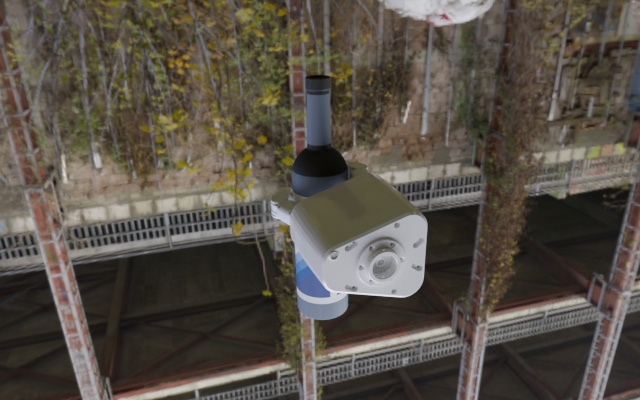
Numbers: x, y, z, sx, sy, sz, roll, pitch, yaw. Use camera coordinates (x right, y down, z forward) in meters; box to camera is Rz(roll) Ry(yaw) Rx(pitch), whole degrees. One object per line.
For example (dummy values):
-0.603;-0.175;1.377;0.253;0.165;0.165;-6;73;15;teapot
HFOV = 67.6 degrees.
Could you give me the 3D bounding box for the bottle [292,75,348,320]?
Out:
0.000;0.002;0.573;0.069;0.296;0.069;-1;23;0;bottle
